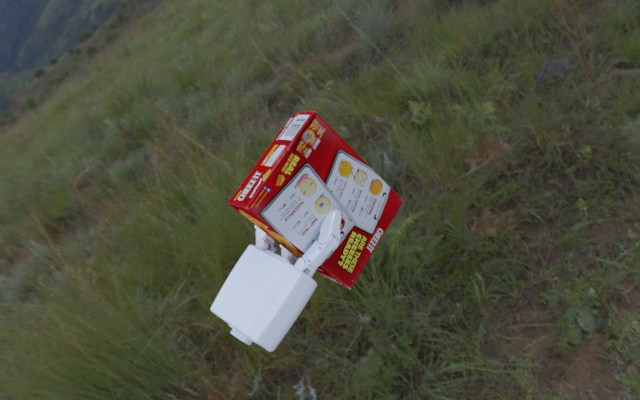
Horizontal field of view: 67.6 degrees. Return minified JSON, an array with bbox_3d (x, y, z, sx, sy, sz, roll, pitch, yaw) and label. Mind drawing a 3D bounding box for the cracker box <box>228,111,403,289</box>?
[{"bbox_3d":[0.000,0.002,0.693,0.214,0.164,0.072,41,-16,-31],"label":"cracker box"}]
